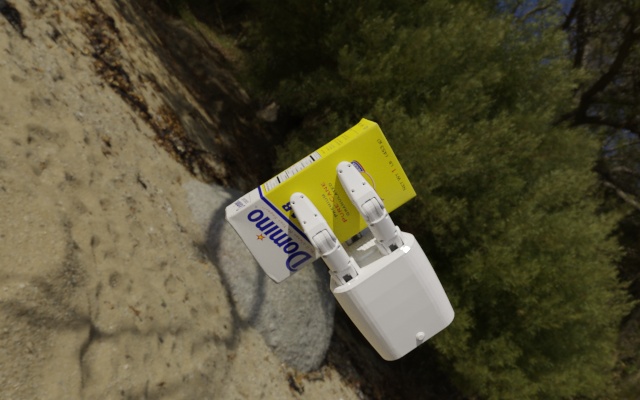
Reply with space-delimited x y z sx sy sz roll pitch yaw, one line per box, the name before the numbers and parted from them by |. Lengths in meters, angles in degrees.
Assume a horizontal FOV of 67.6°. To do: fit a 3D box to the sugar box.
sugar box | 0.000 0.002 0.496 0.176 0.093 0.048 -34 20 -2
